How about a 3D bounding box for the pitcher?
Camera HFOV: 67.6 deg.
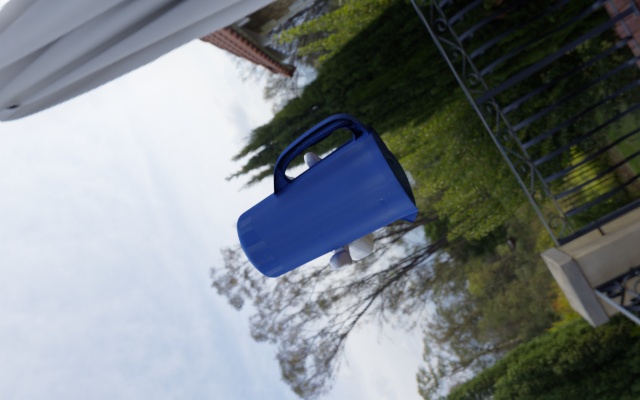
[{"bbox_3d":[0.000,0.002,0.672,0.243,0.149,0.145,-30,-24,14],"label":"pitcher"}]
